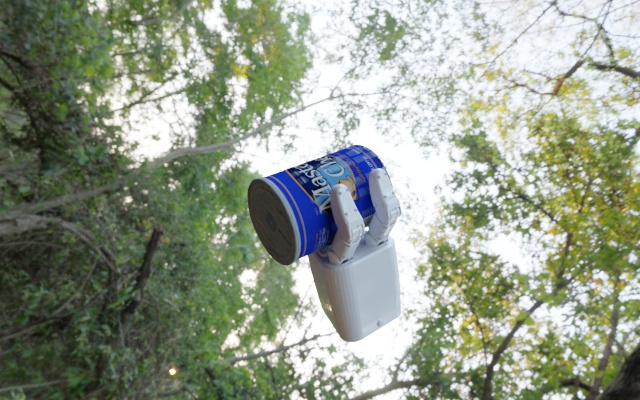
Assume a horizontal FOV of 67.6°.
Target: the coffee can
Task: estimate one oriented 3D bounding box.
[{"bbox_3d":[0.000,0.002,0.561,0.140,0.103,0.103,-22,11,-29],"label":"coffee can"}]
